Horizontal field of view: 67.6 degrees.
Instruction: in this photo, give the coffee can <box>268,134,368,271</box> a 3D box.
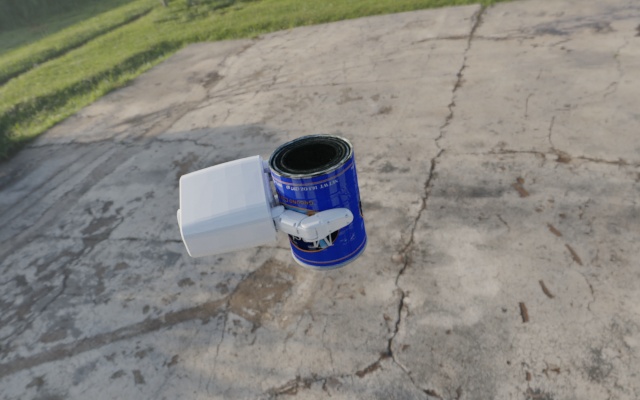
[{"bbox_3d":[0.000,0.002,0.599,0.103,0.140,0.102,-8,33,5],"label":"coffee can"}]
